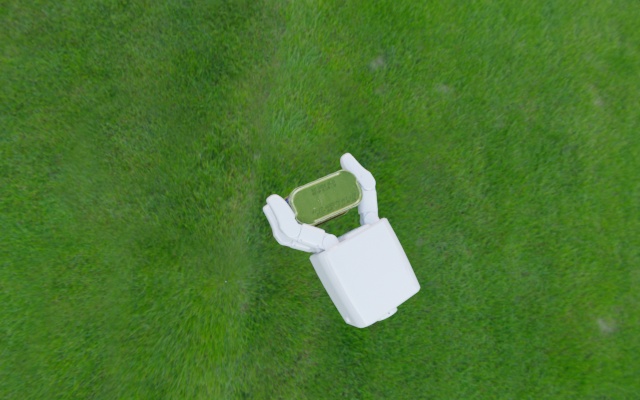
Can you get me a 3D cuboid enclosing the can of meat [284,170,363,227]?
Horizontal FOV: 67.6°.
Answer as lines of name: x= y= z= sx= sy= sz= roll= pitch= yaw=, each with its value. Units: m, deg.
can of meat: x=0.000 y=0.002 z=0.645 sx=0.102 sy=0.057 sz=0.084 roll=-24 pitch=-3 yaw=-14
